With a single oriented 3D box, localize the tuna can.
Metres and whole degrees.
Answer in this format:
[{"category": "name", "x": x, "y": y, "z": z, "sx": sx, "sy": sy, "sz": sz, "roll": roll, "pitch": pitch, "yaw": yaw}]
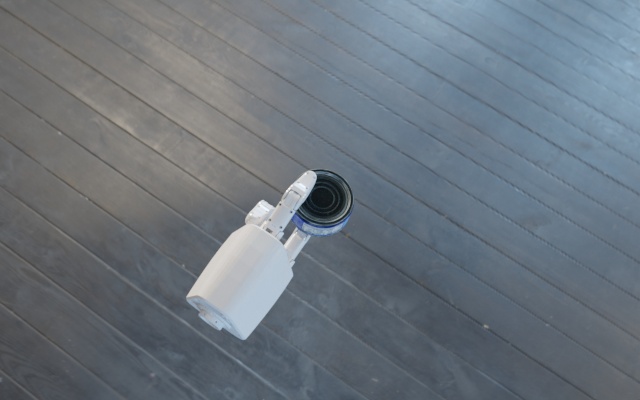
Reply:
[{"category": "tuna can", "x": 0.000, "y": 0.002, "z": 0.621, "sx": 0.086, "sy": 0.086, "sz": 0.034, "roll": 0, "pitch": -27, "yaw": -10}]
